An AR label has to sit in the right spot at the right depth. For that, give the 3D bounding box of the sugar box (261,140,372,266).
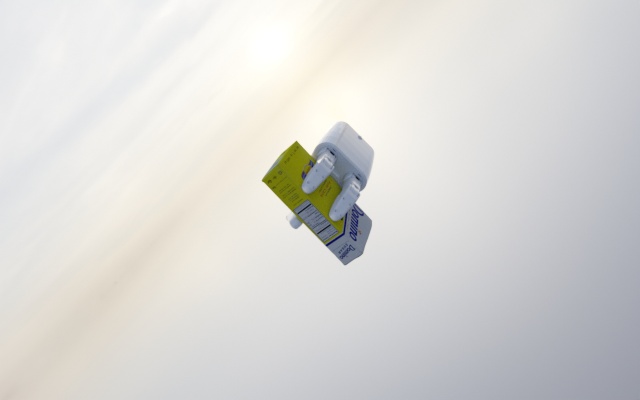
[{"bbox_3d":[0.000,0.002,0.700,0.048,0.176,0.093,-40,13,31],"label":"sugar box"}]
